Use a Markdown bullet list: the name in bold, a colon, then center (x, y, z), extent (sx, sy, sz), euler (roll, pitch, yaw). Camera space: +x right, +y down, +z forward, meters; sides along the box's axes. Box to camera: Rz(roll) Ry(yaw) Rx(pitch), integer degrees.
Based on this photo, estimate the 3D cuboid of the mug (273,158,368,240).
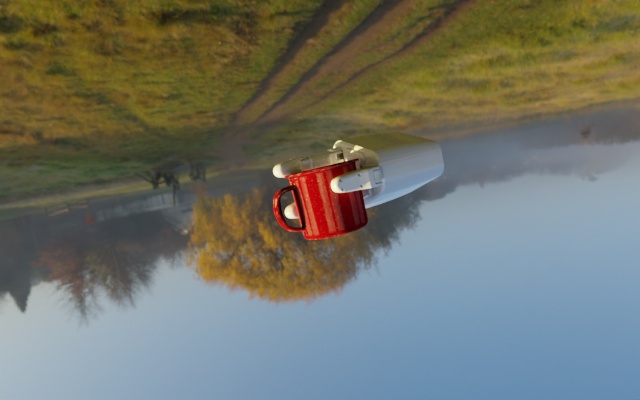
- **mug**: center (-0.001, 0.002, 0.574), extent (0.117, 0.081, 0.093), euler (-16, 5, -25)
